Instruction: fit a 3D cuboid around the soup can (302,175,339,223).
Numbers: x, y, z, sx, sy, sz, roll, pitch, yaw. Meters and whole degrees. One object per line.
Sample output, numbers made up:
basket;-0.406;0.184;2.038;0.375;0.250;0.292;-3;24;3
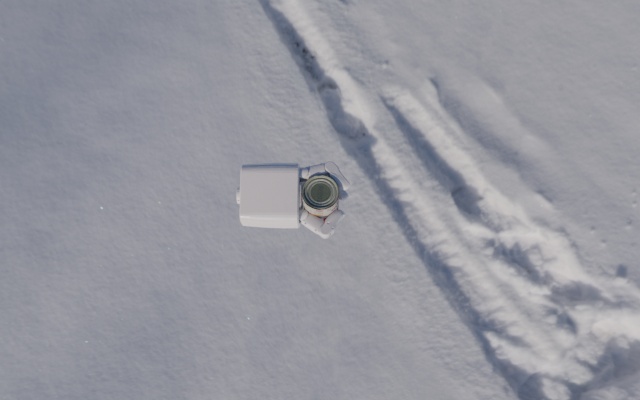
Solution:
soup can;0.001;0.003;0.877;0.068;0.068;0.102;0;-22;0
